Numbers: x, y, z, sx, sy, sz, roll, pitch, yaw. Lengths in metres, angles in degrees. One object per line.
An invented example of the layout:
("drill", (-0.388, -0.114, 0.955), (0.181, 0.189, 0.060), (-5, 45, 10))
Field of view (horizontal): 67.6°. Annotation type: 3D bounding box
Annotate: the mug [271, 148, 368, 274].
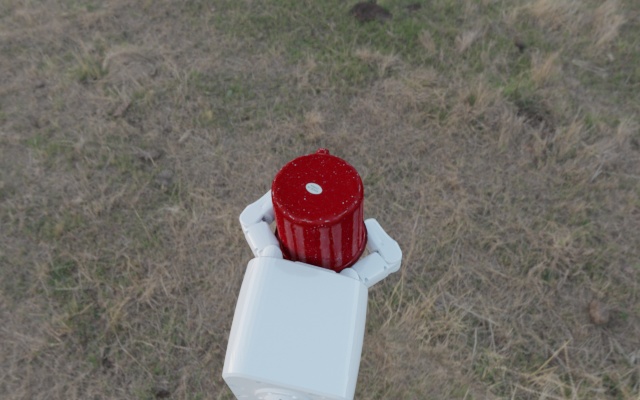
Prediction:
("mug", (0.000, 0.000, 0.451), (0.093, 0.117, 0.082), (4, -36, 6))
